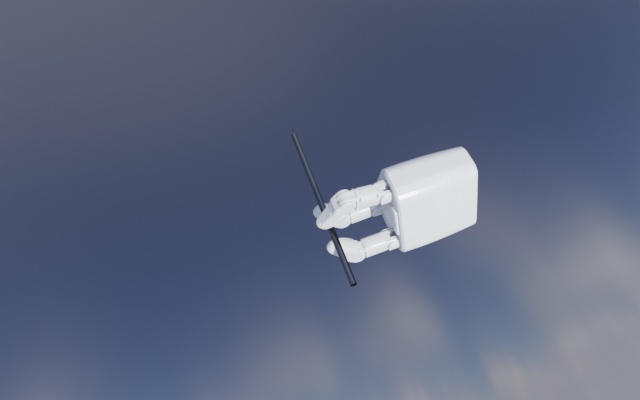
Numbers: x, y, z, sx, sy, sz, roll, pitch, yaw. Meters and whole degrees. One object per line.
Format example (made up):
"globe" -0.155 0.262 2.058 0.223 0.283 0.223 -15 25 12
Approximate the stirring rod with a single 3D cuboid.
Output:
"stirring rod" 0.000 0.002 0.607 0.011 0.239 0.011 -15 -33 -10
